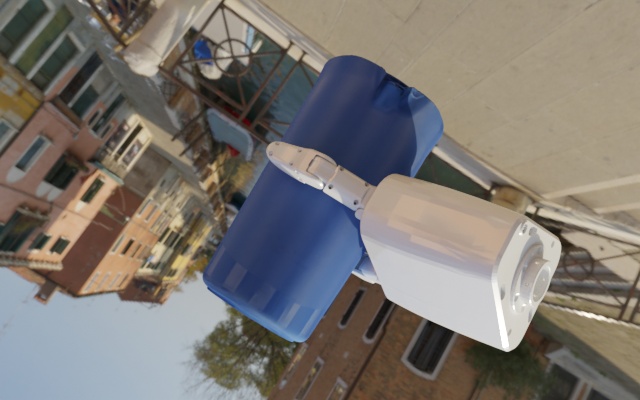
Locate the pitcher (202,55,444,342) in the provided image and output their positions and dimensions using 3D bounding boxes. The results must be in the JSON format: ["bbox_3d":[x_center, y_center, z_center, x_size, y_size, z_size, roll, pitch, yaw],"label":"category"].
[{"bbox_3d":[0.000,0.001,0.452,0.145,0.242,0.149,20,-18,41],"label":"pitcher"}]
